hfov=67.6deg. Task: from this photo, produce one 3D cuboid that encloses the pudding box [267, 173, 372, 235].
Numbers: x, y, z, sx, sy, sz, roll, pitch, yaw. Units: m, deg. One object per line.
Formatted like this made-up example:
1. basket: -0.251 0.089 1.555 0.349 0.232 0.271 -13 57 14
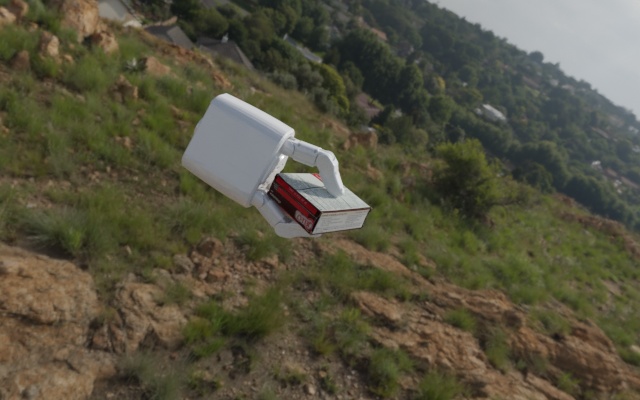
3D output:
1. pudding box: 0.000 0.002 0.624 0.113 0.039 0.090 -5 39 -49
